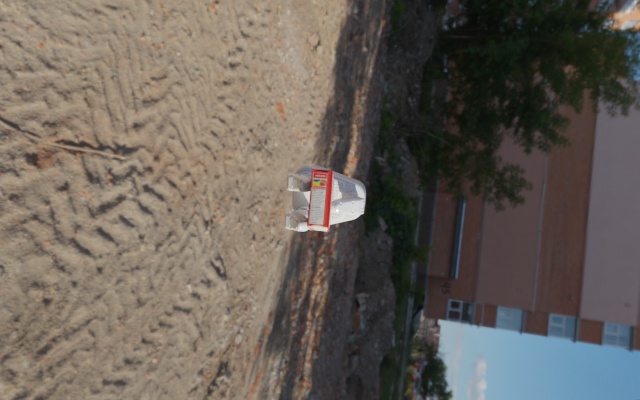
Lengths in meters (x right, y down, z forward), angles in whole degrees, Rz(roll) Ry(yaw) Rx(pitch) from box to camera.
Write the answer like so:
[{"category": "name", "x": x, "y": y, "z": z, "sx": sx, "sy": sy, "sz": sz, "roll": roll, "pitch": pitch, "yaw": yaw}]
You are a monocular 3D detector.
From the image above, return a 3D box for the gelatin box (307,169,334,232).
[{"category": "gelatin box", "x": 0.001, "y": 0.002, "z": 0.635, "sx": 0.030, "sy": 0.073, "sz": 0.089, "roll": 5, "pitch": -6, "yaw": 2}]
